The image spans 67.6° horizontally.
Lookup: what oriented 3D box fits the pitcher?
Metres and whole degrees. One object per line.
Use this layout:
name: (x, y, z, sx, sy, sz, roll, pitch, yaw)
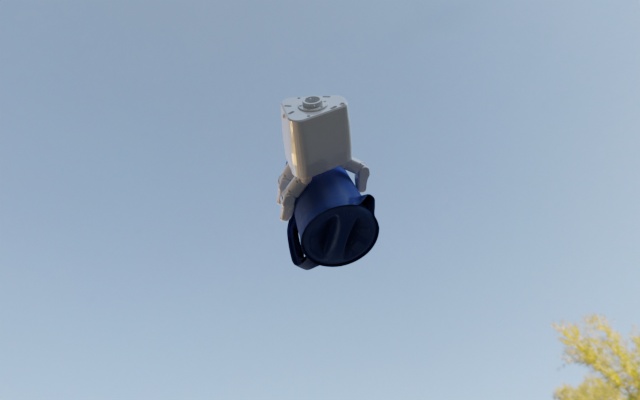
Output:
pitcher: (0.000, 0.003, 0.874, 0.149, 0.145, 0.242, -12, 37, -8)
